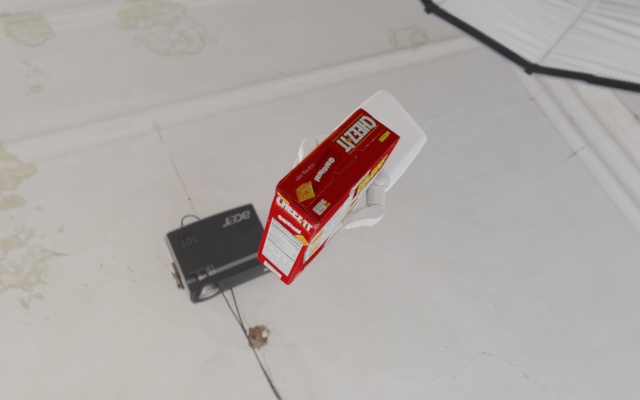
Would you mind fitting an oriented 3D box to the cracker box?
[{"bbox_3d":[0.000,0.002,0.626,0.072,0.164,0.214,39,-29,8],"label":"cracker box"}]
